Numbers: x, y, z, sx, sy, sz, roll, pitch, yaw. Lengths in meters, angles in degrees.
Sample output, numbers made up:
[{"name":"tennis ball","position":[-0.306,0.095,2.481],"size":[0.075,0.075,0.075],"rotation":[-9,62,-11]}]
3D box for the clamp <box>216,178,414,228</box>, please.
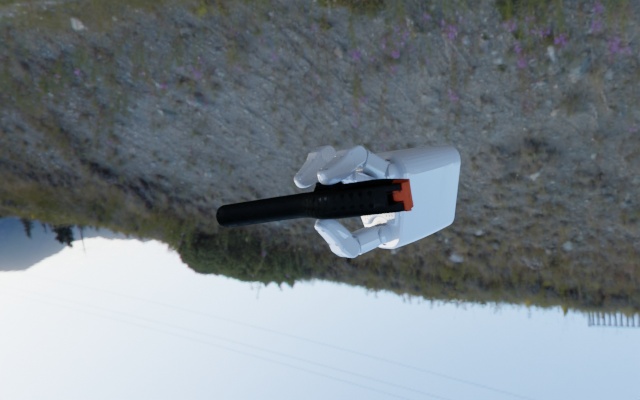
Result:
[{"name":"clamp","position":[0.001,0.002,0.496],"size":[0.164,0.036,0.210],"rotation":[-16,9,-36]}]
